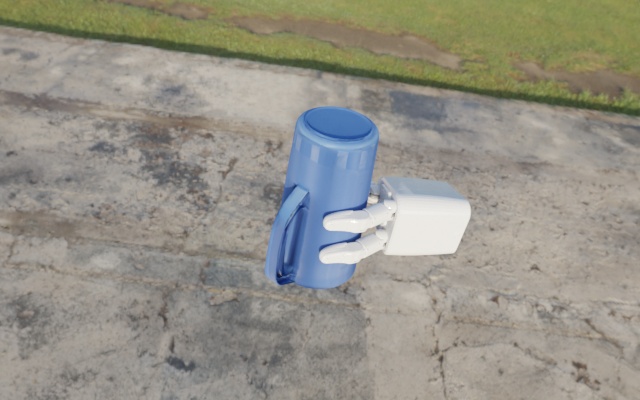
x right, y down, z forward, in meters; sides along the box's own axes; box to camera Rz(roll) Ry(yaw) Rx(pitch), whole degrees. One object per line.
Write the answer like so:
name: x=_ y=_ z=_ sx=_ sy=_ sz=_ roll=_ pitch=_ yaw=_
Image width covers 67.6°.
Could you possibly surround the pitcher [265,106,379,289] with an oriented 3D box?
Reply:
pitcher: x=0.000 y=0.002 z=0.665 sx=0.145 sy=0.243 sz=0.149 roll=3 pitch=37 yaw=-9
